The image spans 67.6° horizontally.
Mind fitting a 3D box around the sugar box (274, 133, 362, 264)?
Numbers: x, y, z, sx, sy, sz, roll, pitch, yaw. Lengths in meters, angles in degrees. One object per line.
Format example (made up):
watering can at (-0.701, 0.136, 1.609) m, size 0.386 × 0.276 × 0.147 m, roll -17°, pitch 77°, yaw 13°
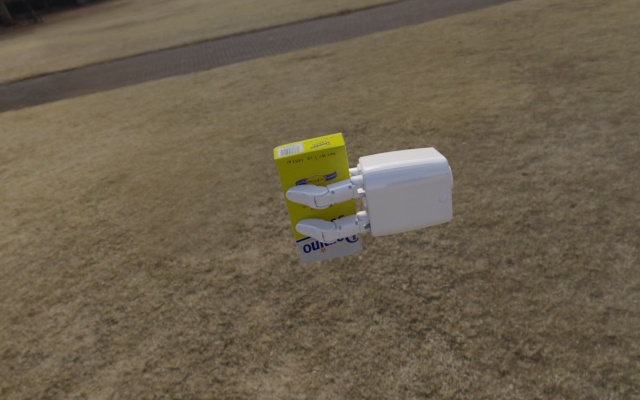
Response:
sugar box at (0.000, 0.002, 0.656) m, size 0.093 × 0.176 × 0.048 m, roll -11°, pitch 30°, yaw 2°
